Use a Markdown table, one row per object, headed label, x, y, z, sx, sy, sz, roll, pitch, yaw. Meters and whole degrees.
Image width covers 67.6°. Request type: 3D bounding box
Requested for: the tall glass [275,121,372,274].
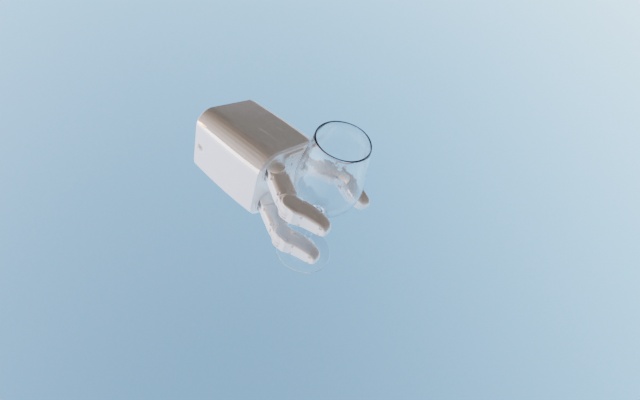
| label | x | y | z | sx | sy | sz | roll | pitch | yaw |
| --- | --- | --- | --- | --- | --- | --- | --- | --- | --- |
| tall glass | 0.000 | 0.002 | 0.560 | 0.079 | 0.079 | 0.201 | 0 | -39 | -18 |
